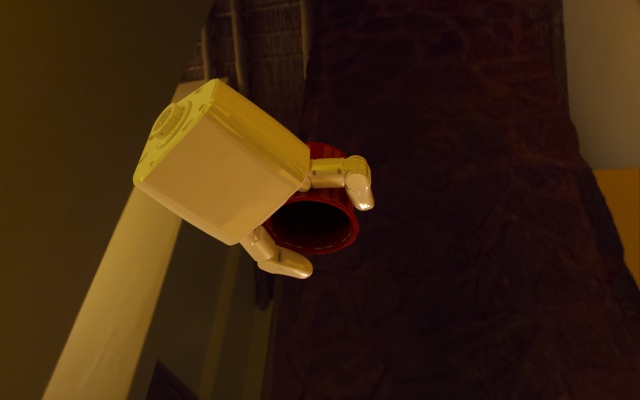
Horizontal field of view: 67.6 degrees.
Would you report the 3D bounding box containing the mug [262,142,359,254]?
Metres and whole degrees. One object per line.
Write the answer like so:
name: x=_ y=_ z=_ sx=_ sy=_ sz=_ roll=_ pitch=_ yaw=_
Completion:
mug: x=0.001 y=0.002 z=0.494 sx=0.093 sy=0.081 sz=0.117 roll=-28 pitch=-49 yaw=32
